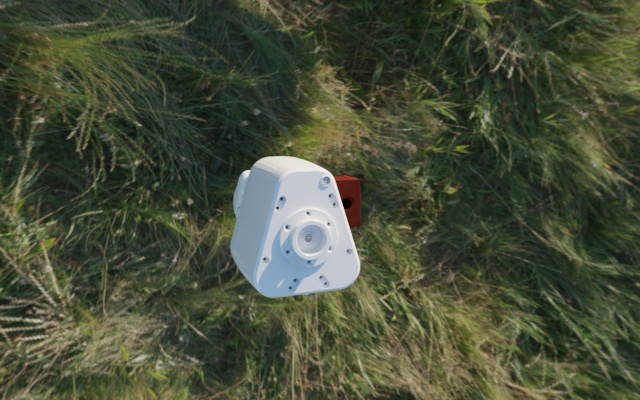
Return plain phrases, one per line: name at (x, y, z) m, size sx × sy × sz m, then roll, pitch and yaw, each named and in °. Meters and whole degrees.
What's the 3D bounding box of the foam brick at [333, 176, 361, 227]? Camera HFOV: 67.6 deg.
foam brick at (0.000, 0.002, 0.522) m, size 0.078 × 0.053 × 0.051 m, roll -4°, pitch 9°, yaw -18°
